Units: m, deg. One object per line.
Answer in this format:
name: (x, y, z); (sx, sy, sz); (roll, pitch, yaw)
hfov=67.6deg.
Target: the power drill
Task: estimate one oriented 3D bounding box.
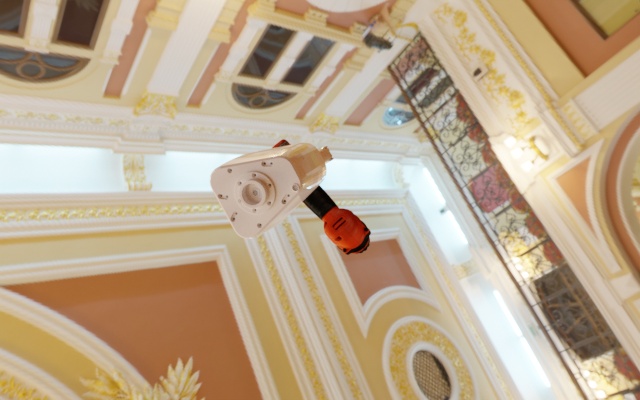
power drill: (0.000, 0.002, 0.714); (0.187, 0.057, 0.184); (45, -2, 17)
